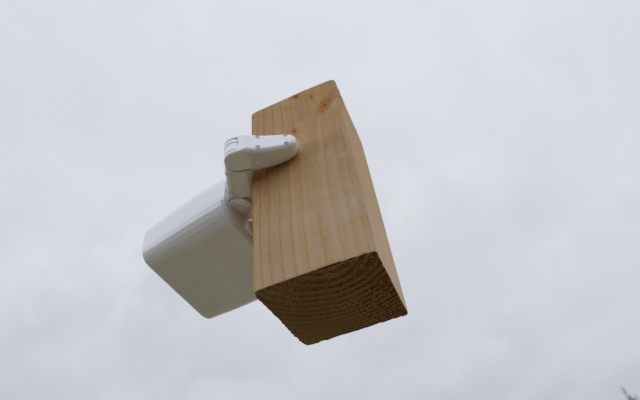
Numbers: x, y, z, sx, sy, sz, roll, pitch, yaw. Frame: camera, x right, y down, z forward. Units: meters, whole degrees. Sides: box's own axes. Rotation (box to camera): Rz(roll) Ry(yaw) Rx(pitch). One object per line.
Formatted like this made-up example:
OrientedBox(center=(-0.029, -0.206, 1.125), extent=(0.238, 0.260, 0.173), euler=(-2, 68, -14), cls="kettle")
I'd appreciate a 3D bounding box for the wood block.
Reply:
OrientedBox(center=(0.000, 0.001, 0.410), extent=(0.090, 0.206, 0.091), euler=(-20, -45, 11), cls="wood block")
